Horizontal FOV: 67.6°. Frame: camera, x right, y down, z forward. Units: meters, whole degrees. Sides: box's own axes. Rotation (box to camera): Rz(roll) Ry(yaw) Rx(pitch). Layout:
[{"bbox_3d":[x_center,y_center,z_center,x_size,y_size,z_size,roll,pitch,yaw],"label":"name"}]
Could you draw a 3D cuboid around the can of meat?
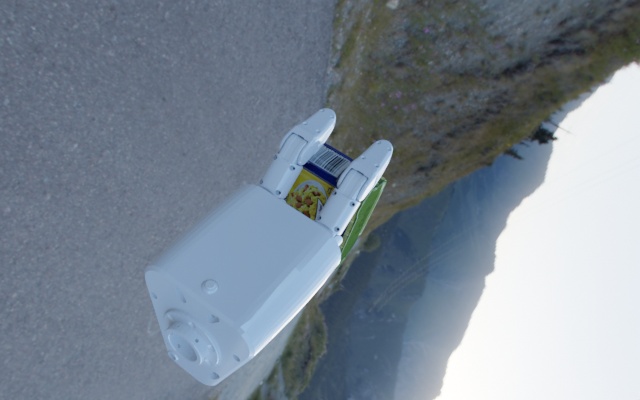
[{"bbox_3d":[0.000,0.002,0.424,0.084,0.102,0.057,32,40,14],"label":"can of meat"}]
